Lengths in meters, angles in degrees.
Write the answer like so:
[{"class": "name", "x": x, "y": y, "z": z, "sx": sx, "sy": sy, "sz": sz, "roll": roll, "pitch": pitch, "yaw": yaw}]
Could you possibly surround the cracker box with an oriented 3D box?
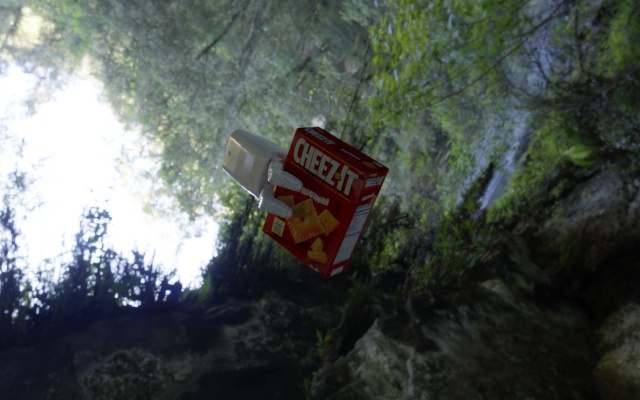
[{"class": "cracker box", "x": 0.000, "y": 0.003, "z": 0.832, "sx": 0.164, "sy": 0.214, "sz": 0.072, "roll": 34, "pitch": 28, "yaw": 27}]
